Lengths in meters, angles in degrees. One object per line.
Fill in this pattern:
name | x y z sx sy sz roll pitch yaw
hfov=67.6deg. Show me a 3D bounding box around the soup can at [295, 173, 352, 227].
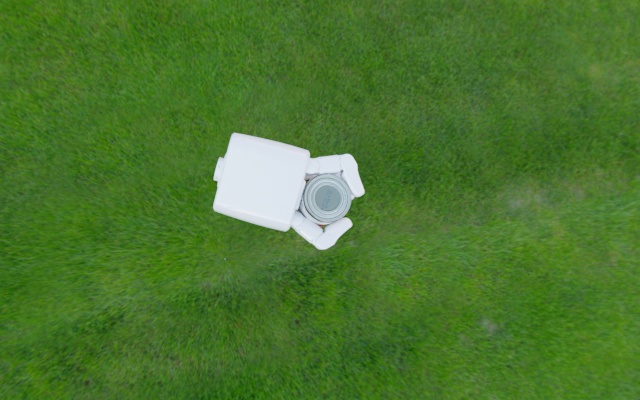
soup can | 0.001 0.002 0.681 0.068 0.068 0.102 0 -7 -11
